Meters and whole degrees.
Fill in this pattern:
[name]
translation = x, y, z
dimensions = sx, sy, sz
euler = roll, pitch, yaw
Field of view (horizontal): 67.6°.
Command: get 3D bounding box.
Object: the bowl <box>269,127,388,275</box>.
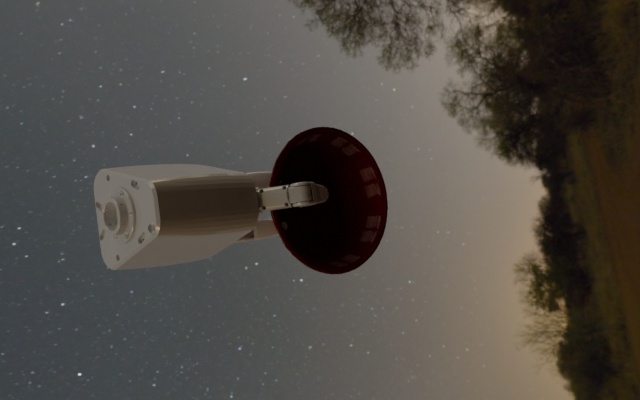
[bowl]
translation = 0.001, 0.002, 0.541
dimensions = 0.162, 0.162, 0.055
euler = 0, -7, -36
